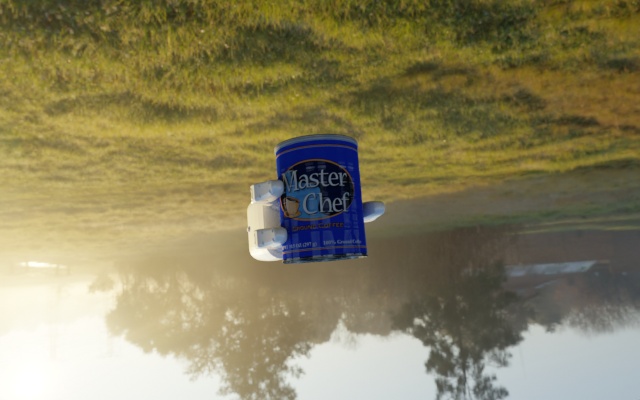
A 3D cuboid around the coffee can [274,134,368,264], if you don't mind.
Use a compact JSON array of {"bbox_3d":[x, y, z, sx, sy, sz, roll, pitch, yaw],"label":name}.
[{"bbox_3d":[0.000,0.002,0.575,0.103,0.140,0.103,-4,-9,-1],"label":"coffee can"}]
